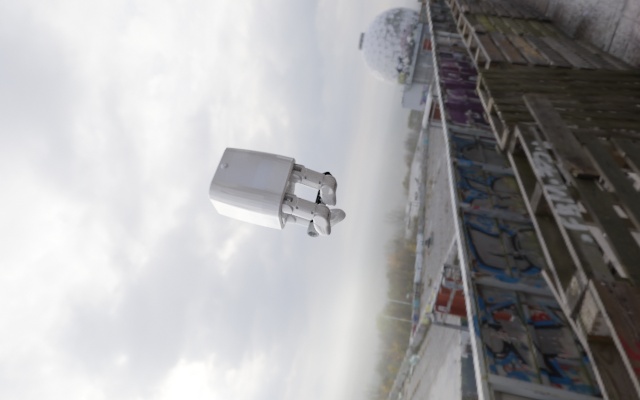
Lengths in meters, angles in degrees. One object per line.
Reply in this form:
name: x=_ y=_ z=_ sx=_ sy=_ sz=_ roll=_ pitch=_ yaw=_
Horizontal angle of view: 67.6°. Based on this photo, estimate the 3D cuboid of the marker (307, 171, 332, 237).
marker: x=0.000 y=0.002 z=0.745 sx=0.020 sy=0.121 sz=0.020 roll=9 pitch=-36 yaw=7
